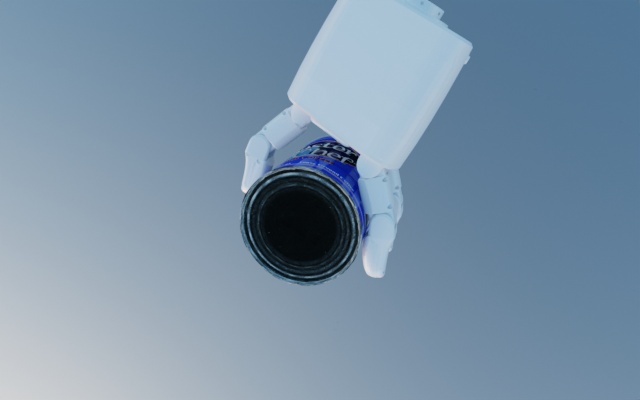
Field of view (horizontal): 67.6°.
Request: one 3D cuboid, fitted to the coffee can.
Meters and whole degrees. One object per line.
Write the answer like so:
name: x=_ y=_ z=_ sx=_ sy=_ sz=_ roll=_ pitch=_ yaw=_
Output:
coffee can: x=0.000 y=0.002 z=0.445 sx=0.103 sy=0.103 sz=0.140 roll=0 pitch=18 yaw=15
